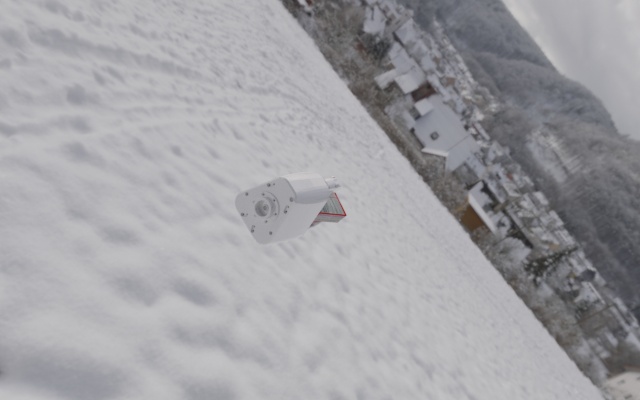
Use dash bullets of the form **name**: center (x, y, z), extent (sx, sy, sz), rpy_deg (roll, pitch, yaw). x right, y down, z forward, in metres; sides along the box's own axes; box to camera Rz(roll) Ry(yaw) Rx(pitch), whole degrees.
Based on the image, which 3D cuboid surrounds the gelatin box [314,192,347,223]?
- **gelatin box**: center (0.001, 0.003, 0.880), extent (0.030, 0.073, 0.089), rpy_deg (-39, -26, 29)
